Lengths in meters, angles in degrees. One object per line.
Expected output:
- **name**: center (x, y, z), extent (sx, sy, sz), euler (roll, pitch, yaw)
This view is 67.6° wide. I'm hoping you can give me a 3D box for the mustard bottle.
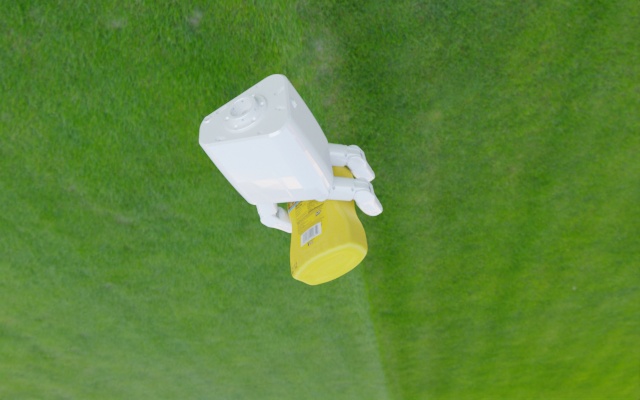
- **mustard bottle**: center (0.000, 0.002, 0.597), extent (0.058, 0.191, 0.096), euler (28, -51, -36)
